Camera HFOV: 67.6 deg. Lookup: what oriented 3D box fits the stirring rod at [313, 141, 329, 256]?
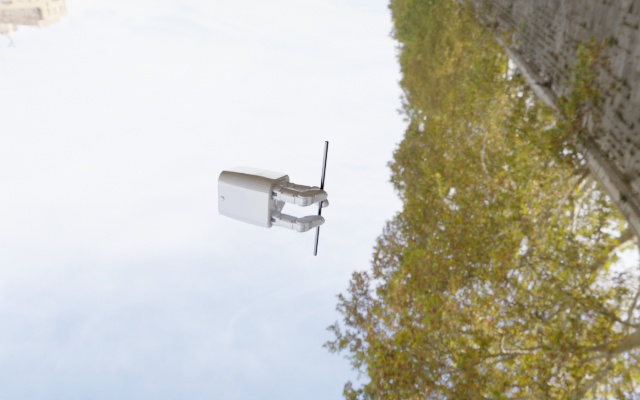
[{"bbox_3d":[0.000,0.003,0.880,0.011,0.240,0.011,5,29,-3],"label":"stirring rod"}]
